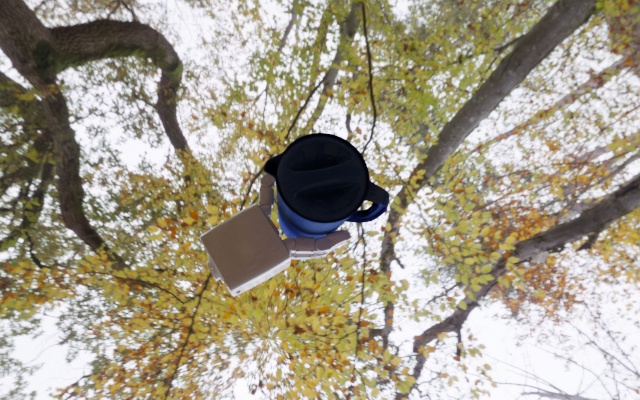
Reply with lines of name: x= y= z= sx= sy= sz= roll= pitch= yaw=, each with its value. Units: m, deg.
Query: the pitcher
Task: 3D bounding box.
pitcher: x=0.000 y=0.003 z=0.770 sx=0.145 sy=0.149 sz=0.243 roll=-31 pitch=-11 yaw=-14
